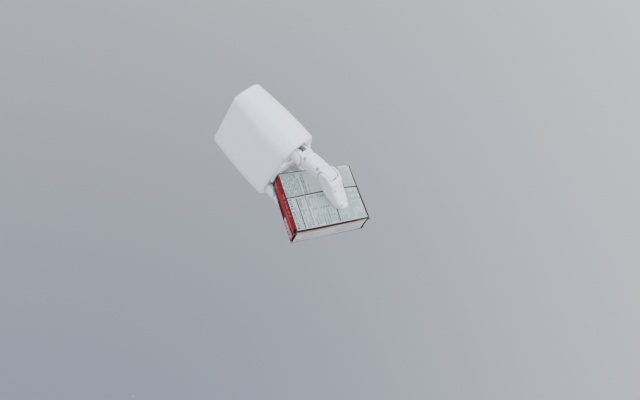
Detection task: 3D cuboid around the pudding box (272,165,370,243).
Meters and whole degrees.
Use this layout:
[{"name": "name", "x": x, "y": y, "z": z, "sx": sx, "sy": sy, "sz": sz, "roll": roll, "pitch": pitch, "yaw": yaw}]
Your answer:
[{"name": "pudding box", "x": 0.000, "y": 0.002, "z": 0.656, "sx": 0.113, "sy": 0.090, "sz": 0.039, "roll": -10, "pitch": -22, "yaw": -22}]
